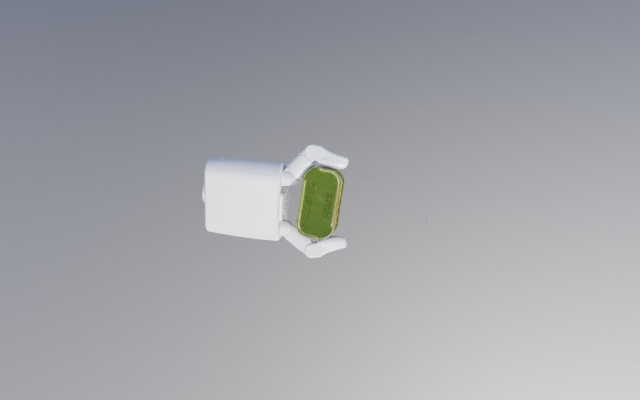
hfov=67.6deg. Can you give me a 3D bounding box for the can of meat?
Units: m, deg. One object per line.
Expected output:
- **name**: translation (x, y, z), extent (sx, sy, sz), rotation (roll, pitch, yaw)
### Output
- **can of meat**: translation (0.000, 0.002, 0.674), extent (0.057, 0.102, 0.084), rotation (9, 3, 4)
